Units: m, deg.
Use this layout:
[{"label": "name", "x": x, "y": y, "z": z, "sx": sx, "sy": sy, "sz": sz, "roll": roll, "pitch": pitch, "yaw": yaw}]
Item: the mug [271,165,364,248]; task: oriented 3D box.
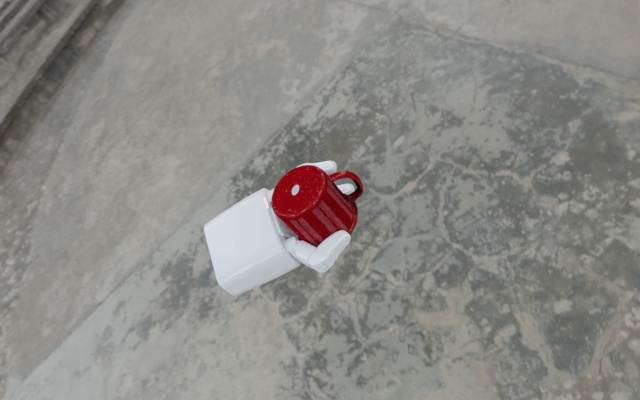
[{"label": "mug", "x": 0.001, "y": 0.001, "z": 0.614, "sx": 0.117, "sy": 0.093, "sz": 0.081, "roll": -30, "pitch": -44, "yaw": 12}]
